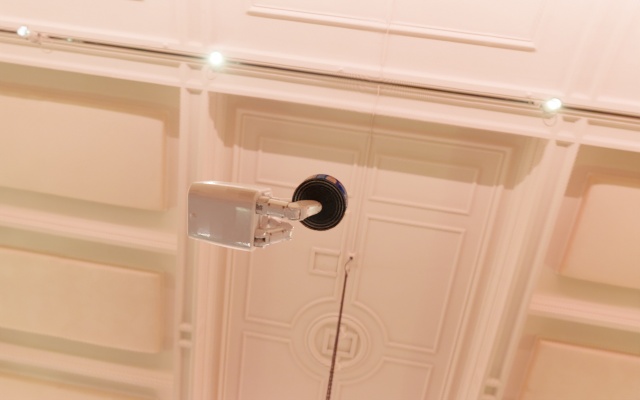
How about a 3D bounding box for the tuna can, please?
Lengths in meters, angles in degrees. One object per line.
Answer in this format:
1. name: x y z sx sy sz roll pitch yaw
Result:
1. tuna can: 0.000 0.002 0.747 0.086 0.086 0.033 0 17 13
